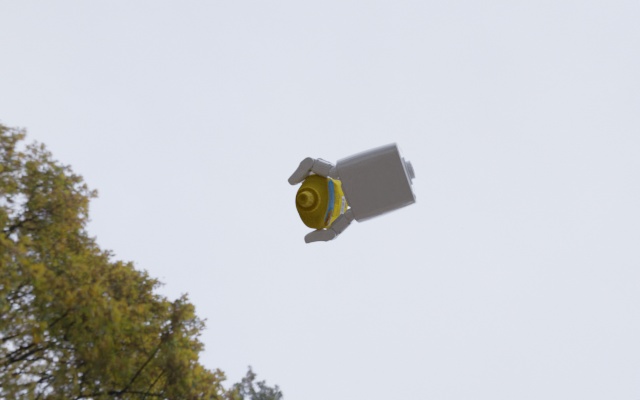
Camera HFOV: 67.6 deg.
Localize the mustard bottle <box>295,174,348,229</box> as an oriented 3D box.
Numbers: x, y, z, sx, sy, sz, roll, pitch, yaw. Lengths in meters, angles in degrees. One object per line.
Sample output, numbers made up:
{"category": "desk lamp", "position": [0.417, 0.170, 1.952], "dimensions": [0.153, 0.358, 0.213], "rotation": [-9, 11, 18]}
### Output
{"category": "mustard bottle", "position": [0.000, 0.003, 0.836], "dimensions": [0.058, 0.096, 0.191], "rotation": [7, -1, 17]}
